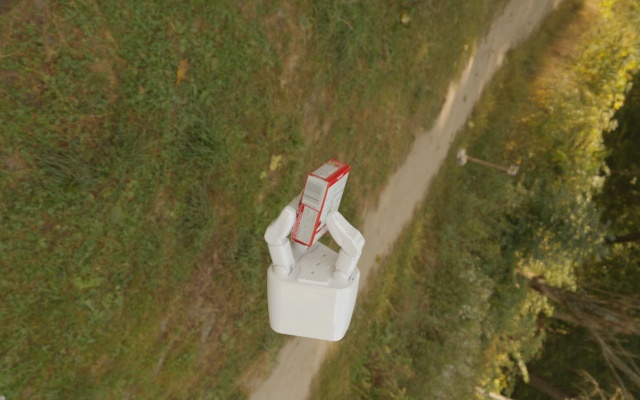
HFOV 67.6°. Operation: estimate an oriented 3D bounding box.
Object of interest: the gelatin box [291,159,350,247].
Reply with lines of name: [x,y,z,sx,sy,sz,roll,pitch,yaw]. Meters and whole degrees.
gelatin box: [0.001,0.002,0.571,0.030,0.089,0.073,23,26,15]
